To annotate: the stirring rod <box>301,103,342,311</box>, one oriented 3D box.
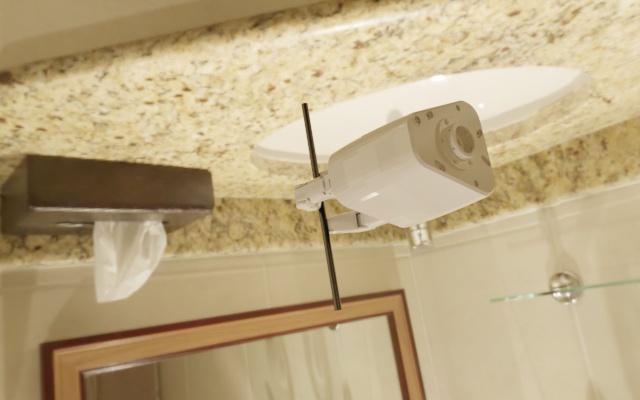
[{"bbox_3d":[0.000,0.002,0.537,0.011,0.239,0.011,-9,-13,-2],"label":"stirring rod"}]
